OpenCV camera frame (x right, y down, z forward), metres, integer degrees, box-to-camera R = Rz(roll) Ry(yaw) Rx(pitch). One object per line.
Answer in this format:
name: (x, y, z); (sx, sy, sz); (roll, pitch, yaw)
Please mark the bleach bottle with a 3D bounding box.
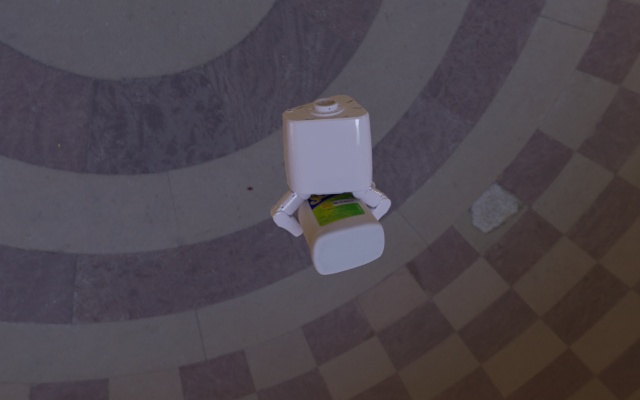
bleach bottle: (0.000, 0.002, 0.708); (0.102, 0.068, 0.250); (-14, 33, -13)
